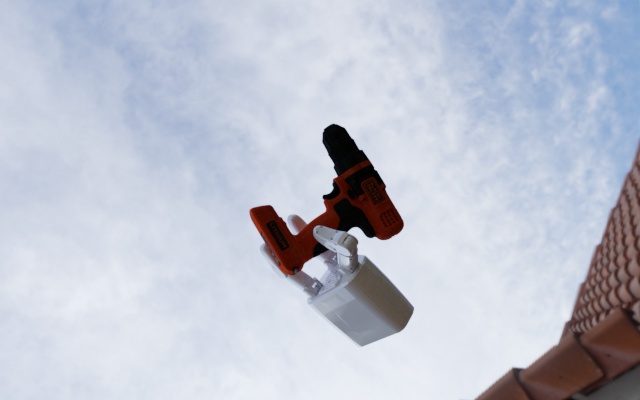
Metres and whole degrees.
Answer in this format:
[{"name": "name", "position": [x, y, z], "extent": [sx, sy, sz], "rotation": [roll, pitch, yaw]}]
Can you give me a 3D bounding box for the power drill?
[{"name": "power drill", "position": [0.000, 0.003, 0.662], "extent": [0.187, 0.184, 0.057], "rotation": [-29, -10, -12]}]
